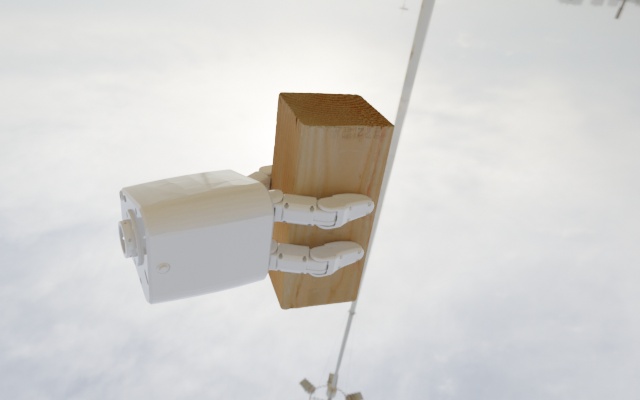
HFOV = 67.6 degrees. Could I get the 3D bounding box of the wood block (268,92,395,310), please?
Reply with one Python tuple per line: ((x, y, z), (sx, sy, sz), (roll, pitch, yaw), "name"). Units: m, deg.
((0.000, 0.002, 0.496), (0.090, 0.206, 0.090), (-3, 32, -20), "wood block")
